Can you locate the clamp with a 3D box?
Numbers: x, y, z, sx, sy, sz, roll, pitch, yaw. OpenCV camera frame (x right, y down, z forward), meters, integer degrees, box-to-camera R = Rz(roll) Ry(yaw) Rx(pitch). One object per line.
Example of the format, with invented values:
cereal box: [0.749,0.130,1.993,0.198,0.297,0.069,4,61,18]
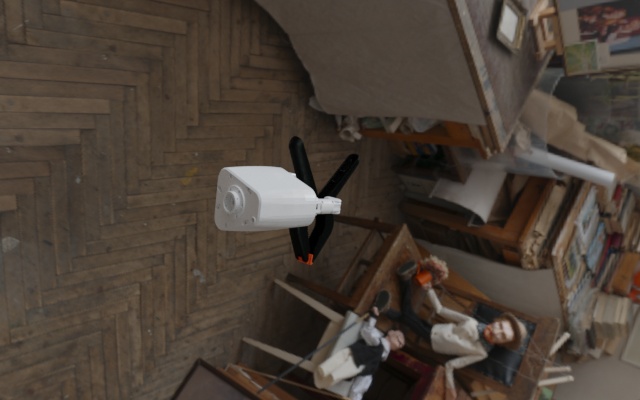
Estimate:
clamp: [0.000,0.003,0.810,0.036,0.210,0.164,14,10,43]
